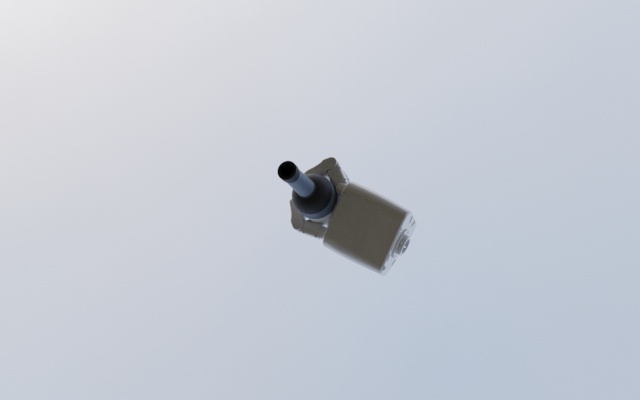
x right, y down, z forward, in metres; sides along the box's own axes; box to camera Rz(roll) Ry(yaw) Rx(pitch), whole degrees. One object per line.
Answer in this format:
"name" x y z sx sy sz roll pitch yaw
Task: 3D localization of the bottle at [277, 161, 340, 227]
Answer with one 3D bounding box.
"bottle" 0.000 0.003 0.764 0.069 0.069 0.296 0 -17 19
